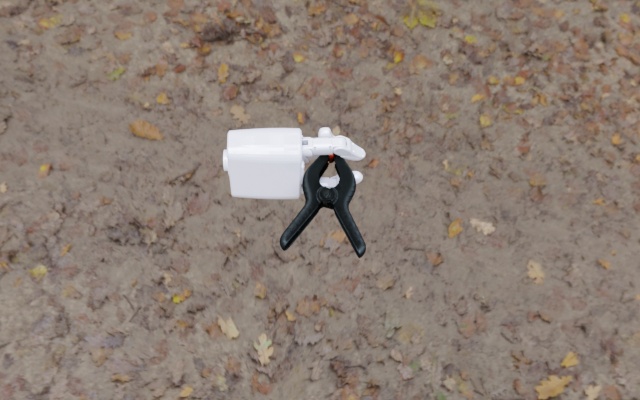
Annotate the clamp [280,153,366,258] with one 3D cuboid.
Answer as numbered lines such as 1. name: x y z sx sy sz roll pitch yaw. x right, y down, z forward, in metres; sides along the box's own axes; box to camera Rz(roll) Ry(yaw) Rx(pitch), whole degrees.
1. clamp: 0.000 0.002 0.692 0.120 0.171 0.039 -1 -24 -5
